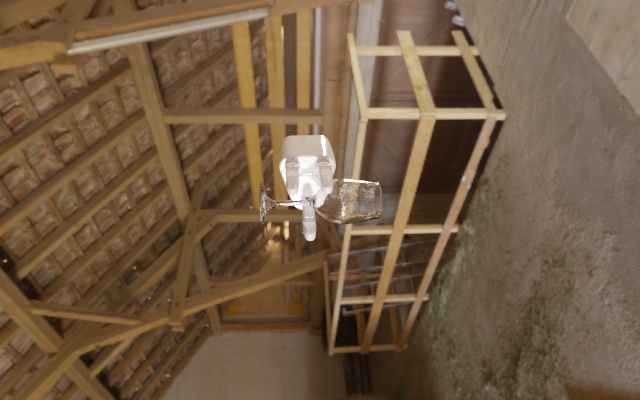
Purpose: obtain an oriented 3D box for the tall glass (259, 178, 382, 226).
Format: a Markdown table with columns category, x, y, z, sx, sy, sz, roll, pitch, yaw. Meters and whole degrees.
| category | x | y | z | sx | sy | sz | roll | pitch | yaw |
| --- | --- | --- | --- | --- | --- | --- | --- | --- | --- |
| tall glass | -0.001 | 0.003 | 0.806 | 0.201 | 0.079 | 0.079 | -1 | 0 | -3 |
